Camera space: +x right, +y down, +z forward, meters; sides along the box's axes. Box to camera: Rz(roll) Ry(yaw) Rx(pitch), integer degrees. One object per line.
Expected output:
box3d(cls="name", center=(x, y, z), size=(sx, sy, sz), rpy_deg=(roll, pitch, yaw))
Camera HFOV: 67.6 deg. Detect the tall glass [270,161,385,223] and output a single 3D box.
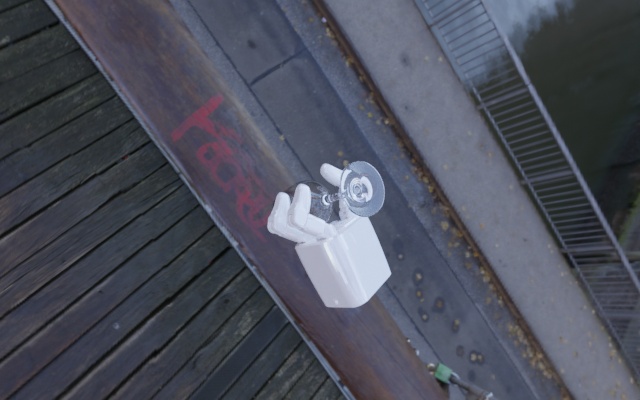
box3d(cls="tall glass", center=(0.000, 0.002, 0.698), size=(0.079, 0.079, 0.201), rpy_deg=(0, -10, -34))
